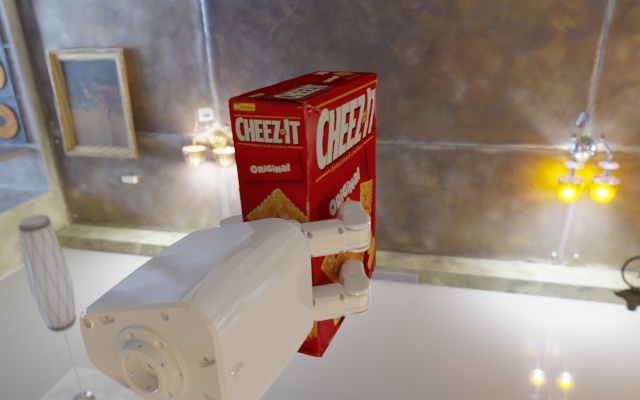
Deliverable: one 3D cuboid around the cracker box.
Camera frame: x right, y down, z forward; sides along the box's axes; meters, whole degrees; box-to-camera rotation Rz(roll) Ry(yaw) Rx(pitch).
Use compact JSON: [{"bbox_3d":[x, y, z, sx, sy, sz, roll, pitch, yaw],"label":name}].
[{"bbox_3d":[0.000,0.002,0.433,0.072,0.214,0.164,7,24,22],"label":"cracker box"}]
